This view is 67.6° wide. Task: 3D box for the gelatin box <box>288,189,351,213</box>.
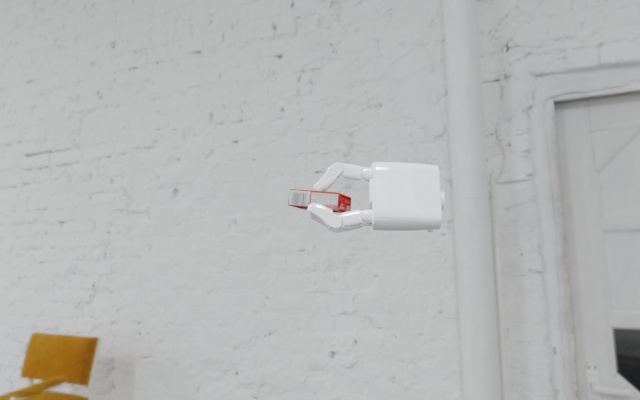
[{"bbox_3d":[0.000,0.002,0.790,0.089,0.030,0.073,5,-5,17],"label":"gelatin box"}]
